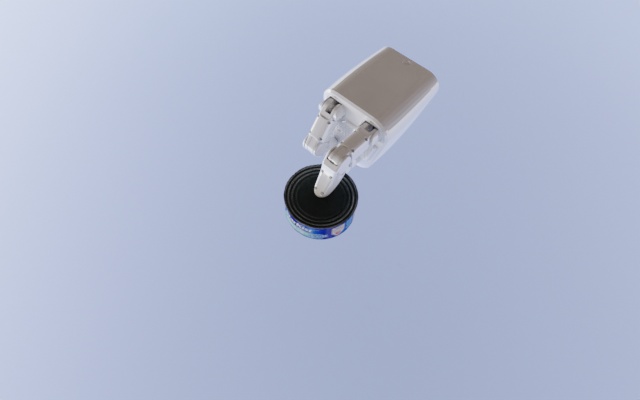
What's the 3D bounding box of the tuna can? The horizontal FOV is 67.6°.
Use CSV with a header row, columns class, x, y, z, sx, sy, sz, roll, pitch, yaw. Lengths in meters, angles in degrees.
class,x,y,z,sx,sy,sz,roll,pitch,yaw
tuna can,0.000,0.002,0.559,0.086,0.086,0.034,0,-30,-3
